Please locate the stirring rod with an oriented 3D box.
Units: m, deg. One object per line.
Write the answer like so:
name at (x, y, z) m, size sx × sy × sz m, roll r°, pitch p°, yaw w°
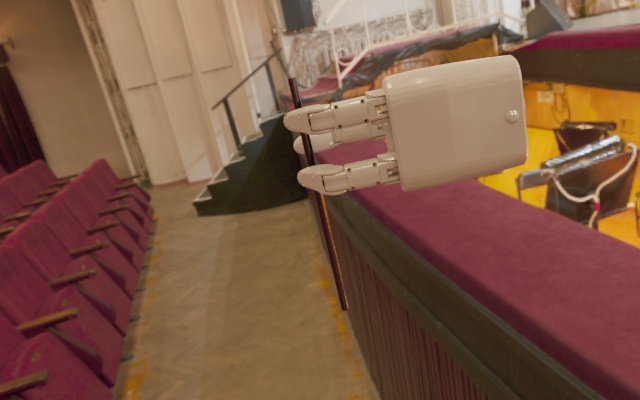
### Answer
stirring rod at (0.000, 0.002, 0.466) m, size 0.011 × 0.239 × 0.011 m, roll -12°, pitch 17°, yaw 4°
